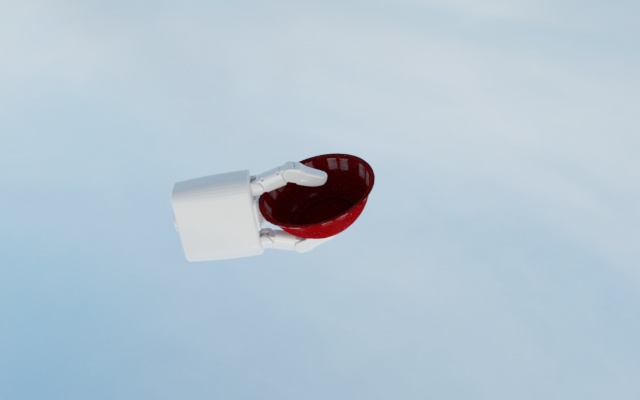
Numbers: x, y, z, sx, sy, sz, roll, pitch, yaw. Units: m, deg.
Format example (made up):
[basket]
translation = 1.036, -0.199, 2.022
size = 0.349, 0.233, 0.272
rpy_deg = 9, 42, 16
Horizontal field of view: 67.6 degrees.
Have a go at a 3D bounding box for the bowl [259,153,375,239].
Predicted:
[bowl]
translation = 0.001, 0.002, 0.653
size = 0.162, 0.055, 0.162
rpy_deg = -13, 36, 9
